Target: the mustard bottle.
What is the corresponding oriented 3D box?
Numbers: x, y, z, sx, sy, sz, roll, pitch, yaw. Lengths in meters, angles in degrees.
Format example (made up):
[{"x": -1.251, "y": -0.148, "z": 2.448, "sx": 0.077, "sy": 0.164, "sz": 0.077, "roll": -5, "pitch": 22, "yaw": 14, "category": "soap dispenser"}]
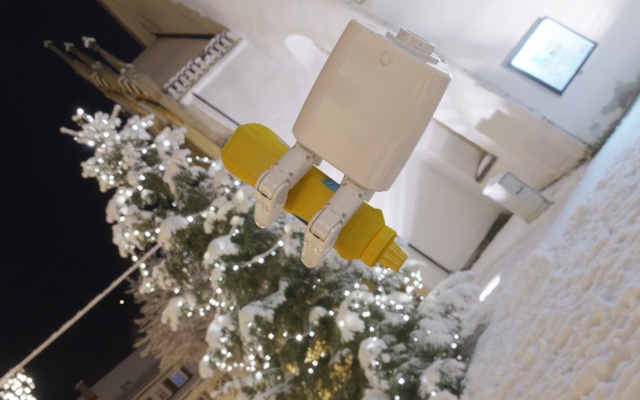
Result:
[{"x": 0.000, "y": 0.002, "z": 0.453, "sx": 0.191, "sy": 0.058, "sz": 0.096, "roll": 36, "pitch": 3, "yaw": 14, "category": "mustard bottle"}]
